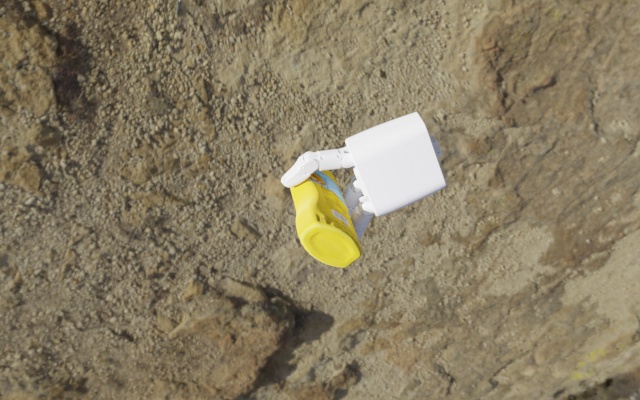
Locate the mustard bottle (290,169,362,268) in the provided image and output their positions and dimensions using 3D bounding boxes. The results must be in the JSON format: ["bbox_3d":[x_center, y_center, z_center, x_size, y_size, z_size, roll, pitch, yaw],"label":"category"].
[{"bbox_3d":[0.000,0.003,0.682,0.096,0.058,0.191,34,25,-31],"label":"mustard bottle"}]
